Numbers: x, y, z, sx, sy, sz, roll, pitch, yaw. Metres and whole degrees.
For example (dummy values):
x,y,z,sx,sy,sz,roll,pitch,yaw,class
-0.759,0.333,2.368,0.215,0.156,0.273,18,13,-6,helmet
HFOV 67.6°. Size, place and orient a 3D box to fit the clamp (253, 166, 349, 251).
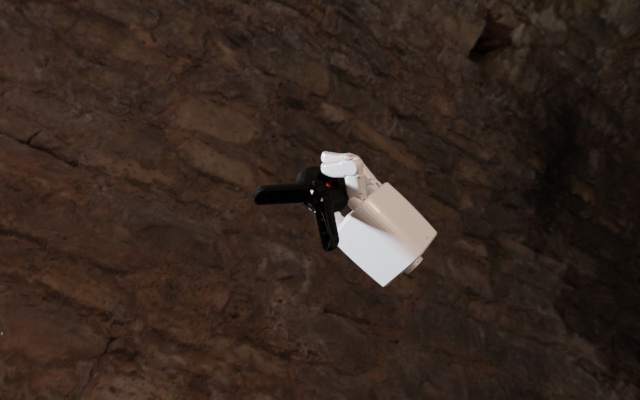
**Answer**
x,y,z,sx,sy,sz,roll,pitch,yaw,class
0.000,0.002,0.636,0.039,0.120,0.171,-52,-10,35,clamp
